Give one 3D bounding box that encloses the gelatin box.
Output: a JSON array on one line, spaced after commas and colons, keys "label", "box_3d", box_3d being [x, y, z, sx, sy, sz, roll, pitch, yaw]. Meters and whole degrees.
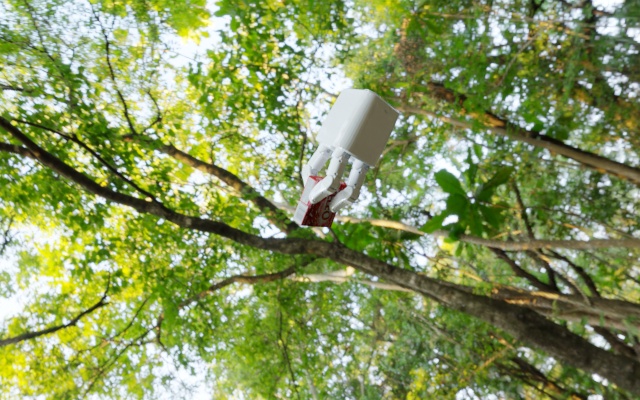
[{"label": "gelatin box", "box_3d": [0.000, 0.003, 0.843, 0.073, 0.089, 0.030, 7, 21, -43]}]
